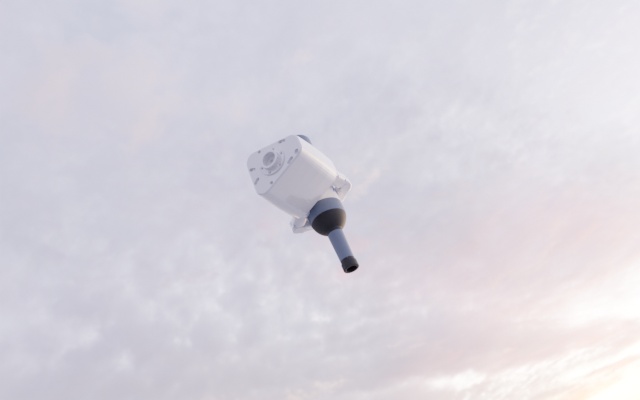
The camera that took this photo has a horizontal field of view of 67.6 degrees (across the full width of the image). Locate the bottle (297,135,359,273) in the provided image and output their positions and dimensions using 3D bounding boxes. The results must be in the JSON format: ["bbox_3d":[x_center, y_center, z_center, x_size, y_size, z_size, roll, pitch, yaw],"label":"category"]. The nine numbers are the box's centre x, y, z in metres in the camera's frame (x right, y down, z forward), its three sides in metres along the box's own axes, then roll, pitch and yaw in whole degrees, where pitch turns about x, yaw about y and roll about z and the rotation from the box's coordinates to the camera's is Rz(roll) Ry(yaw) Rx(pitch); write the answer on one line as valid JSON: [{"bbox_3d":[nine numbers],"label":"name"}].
[{"bbox_3d":[0.000,0.003,0.865,0.069,0.295,0.069,-16,-36,-12],"label":"bottle"}]
